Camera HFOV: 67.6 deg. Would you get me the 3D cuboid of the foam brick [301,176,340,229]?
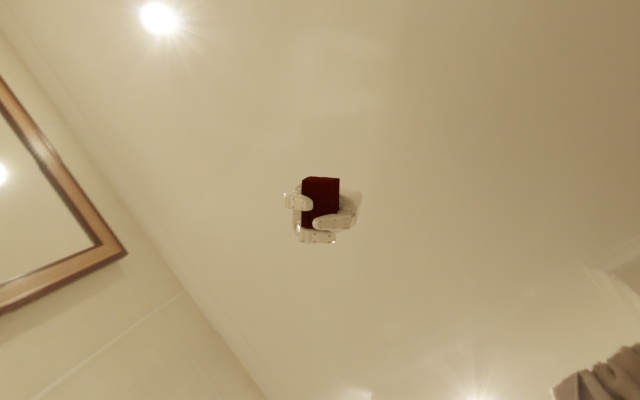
[{"bbox_3d":[0.000,0.002,0.754,0.053,0.078,0.051,4,11,12],"label":"foam brick"}]
